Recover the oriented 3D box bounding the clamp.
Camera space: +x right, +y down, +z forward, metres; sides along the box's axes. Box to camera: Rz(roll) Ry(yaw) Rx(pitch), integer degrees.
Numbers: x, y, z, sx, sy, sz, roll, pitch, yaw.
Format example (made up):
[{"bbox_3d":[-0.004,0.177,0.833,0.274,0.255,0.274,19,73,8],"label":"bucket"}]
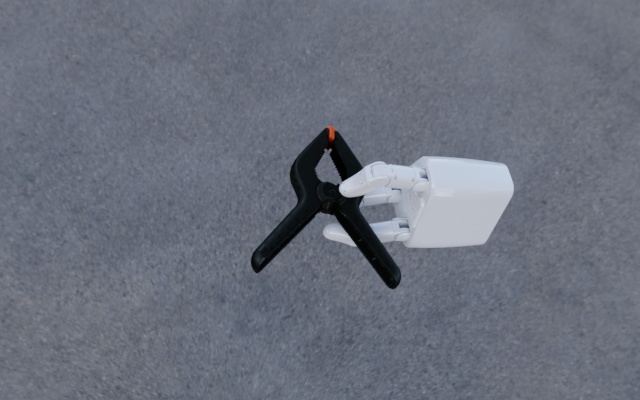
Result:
[{"bbox_3d":[0.000,0.001,0.553,0.164,0.209,0.036,3,-31,-16],"label":"clamp"}]
